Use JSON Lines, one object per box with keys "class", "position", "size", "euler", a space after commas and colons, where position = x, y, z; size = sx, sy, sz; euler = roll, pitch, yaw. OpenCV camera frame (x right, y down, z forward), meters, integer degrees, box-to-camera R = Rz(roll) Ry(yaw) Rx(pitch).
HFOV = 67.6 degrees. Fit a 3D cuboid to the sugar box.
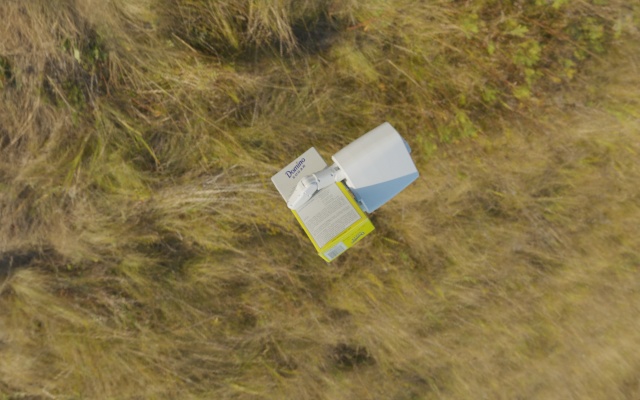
{"class": "sugar box", "position": [0.000, 0.003, 0.769], "size": [0.093, 0.176, 0.048], "euler": [-36, -37, 3]}
